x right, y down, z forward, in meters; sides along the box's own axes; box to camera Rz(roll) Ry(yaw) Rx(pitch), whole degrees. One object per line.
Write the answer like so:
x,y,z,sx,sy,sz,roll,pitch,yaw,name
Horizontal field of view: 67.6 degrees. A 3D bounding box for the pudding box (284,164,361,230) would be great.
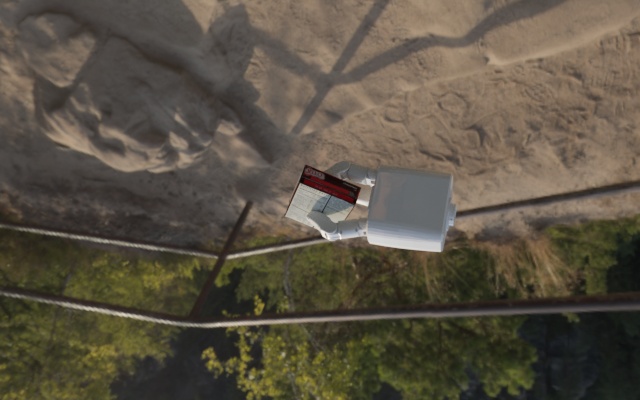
0.000,0.003,0.727,0.090,0.039,0.113,23,-34,-4,pudding box
